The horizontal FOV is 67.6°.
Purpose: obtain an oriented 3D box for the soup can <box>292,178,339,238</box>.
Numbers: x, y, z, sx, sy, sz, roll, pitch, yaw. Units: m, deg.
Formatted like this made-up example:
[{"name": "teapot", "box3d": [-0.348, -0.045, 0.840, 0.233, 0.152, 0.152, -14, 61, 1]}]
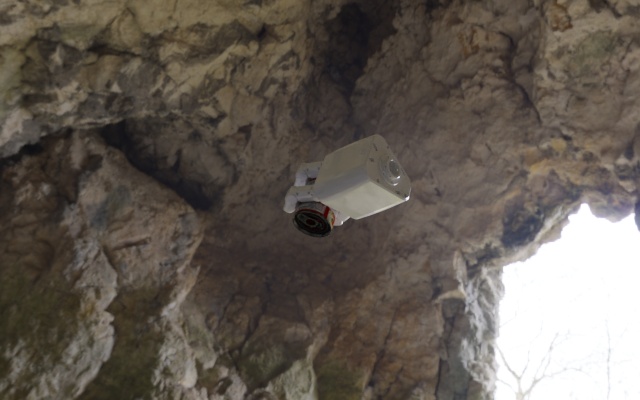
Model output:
[{"name": "soup can", "box3d": [0.000, 0.003, 0.818, 0.068, 0.102, 0.069, 13, -37, 10]}]
